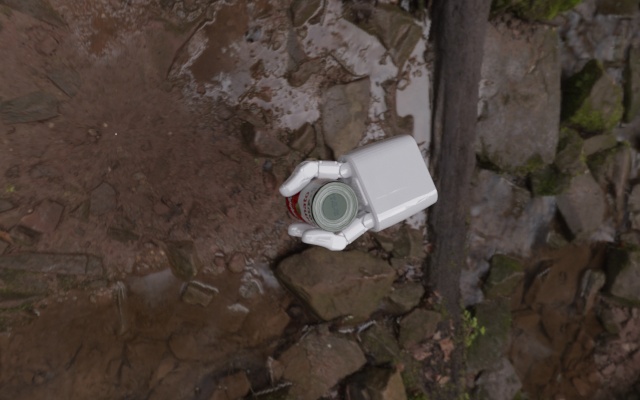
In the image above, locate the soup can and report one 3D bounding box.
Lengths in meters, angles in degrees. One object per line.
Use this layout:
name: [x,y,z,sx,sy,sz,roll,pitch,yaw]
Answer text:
soup can: [0.000,0.002,0.648,0.068,0.068,0.102,0,7,-23]
